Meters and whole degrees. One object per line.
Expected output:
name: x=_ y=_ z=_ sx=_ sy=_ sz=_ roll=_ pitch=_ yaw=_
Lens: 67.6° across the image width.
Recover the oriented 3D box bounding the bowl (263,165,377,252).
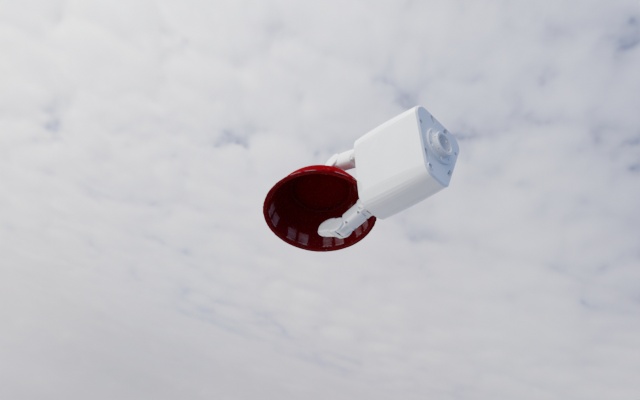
bowl: x=-0.001 y=0.002 z=0.692 sx=0.162 sy=0.162 sz=0.055 roll=0 pitch=43 yaw=2
